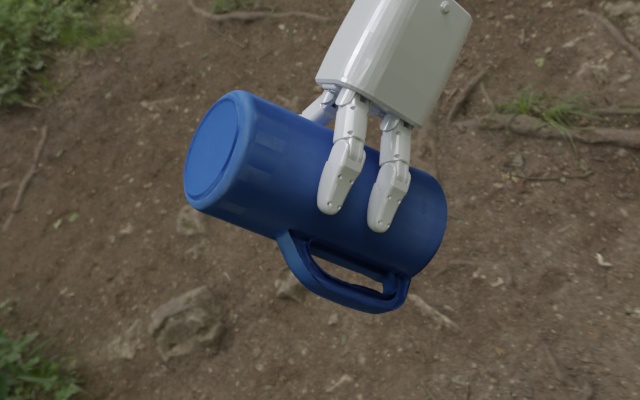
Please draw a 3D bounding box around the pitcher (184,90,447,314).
[{"bbox_3d":[0.000,0.001,0.458,0.243,0.145,0.149,22,10,-36],"label":"pitcher"}]
